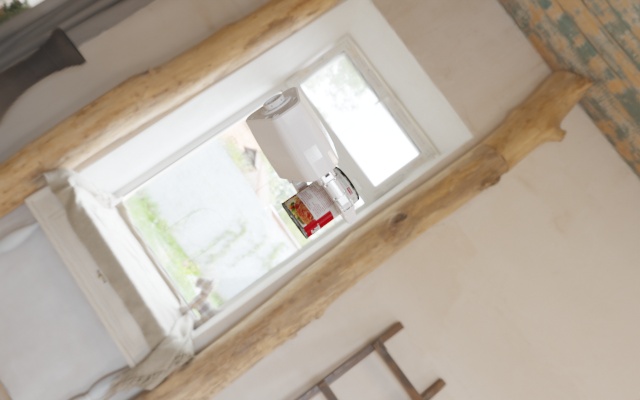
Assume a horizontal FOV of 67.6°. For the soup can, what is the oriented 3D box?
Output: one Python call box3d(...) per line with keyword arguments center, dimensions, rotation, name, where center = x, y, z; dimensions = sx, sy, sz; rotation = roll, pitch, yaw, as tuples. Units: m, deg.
box3d(center=(0.001, 0.003, 0.730), dimensions=(0.102, 0.068, 0.068), rotation=(-36, 5, -7), name="soup can")
